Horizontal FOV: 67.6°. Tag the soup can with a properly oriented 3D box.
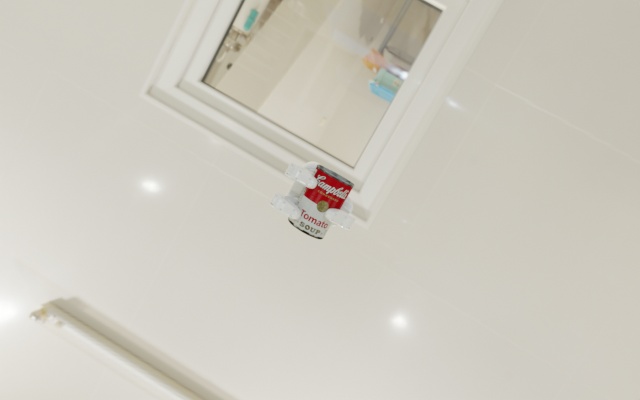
[{"bbox_3d":[0.000,0.003,0.765,0.068,0.102,0.068,29,8,-5],"label":"soup can"}]
